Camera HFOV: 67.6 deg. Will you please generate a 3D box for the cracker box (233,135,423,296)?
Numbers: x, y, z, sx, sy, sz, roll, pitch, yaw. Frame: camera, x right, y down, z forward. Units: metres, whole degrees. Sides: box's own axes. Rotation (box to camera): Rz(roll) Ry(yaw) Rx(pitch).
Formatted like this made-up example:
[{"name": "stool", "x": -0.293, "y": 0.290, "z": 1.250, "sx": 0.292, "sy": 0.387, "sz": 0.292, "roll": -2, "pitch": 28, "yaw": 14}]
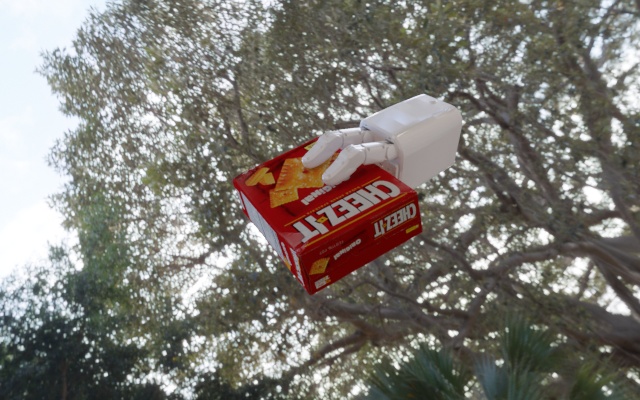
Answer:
[{"name": "cracker box", "x": 0.000, "y": 0.002, "z": 0.623, "sx": 0.164, "sy": 0.072, "sz": 0.213, "roll": -27, "pitch": 37, "yaw": -17}]
